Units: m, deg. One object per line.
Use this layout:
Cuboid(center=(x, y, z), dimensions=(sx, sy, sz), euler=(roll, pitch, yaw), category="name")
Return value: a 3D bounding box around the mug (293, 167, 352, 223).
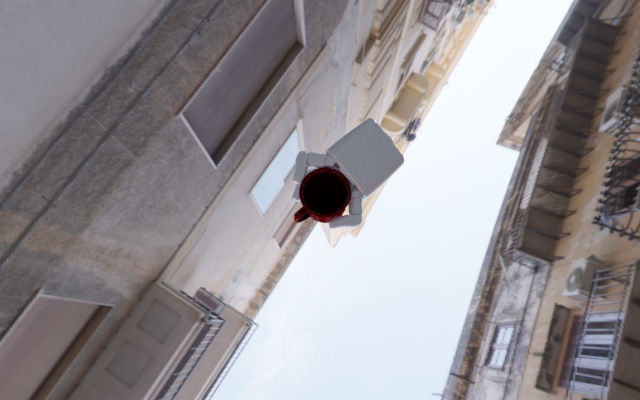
Cuboid(center=(-0.001, 0.004, 0.882), dimensions=(0.117, 0.093, 0.081), euler=(-40, -12, -8), category="mug")
